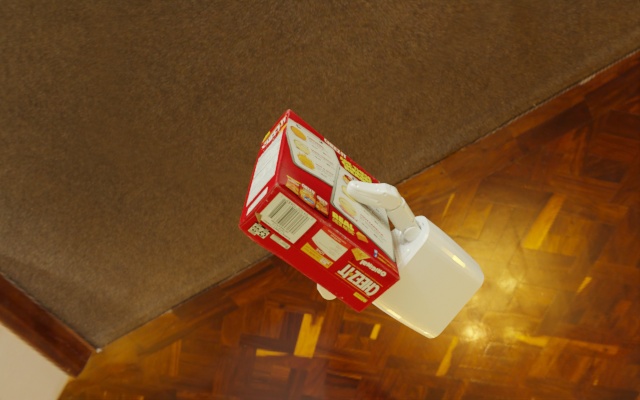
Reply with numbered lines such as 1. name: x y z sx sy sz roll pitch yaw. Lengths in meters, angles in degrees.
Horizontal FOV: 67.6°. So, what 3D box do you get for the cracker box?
1. cracker box: 0.000 0.002 0.554 0.164 0.072 0.213 37 23 -19
